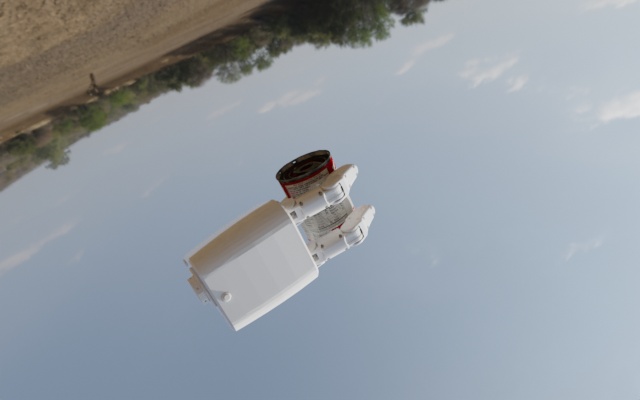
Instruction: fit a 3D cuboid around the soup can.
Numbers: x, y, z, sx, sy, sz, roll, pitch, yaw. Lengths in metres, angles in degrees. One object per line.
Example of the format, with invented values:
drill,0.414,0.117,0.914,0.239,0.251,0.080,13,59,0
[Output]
soup can,0.001,0.002,0.555,0.068,0.102,0.068,-22,23,9
